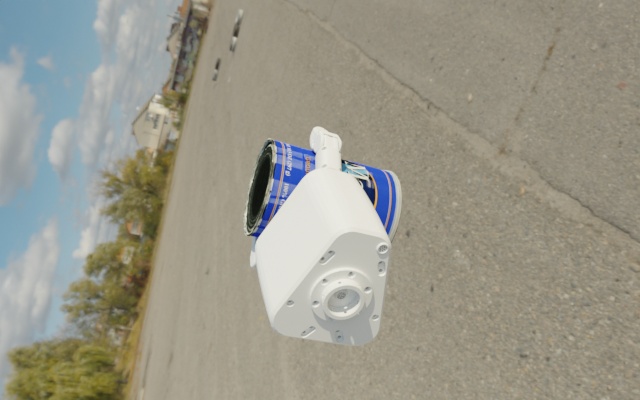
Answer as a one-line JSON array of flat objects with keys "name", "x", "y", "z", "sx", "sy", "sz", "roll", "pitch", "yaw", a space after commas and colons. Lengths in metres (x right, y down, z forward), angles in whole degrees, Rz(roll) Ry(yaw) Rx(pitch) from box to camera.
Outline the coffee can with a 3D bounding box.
[{"name": "coffee can", "x": 0.000, "y": 0.002, "z": 0.507, "sx": 0.140, "sy": 0.103, "sz": 0.103, "roll": 14, "pitch": -4, "yaw": -18}]
